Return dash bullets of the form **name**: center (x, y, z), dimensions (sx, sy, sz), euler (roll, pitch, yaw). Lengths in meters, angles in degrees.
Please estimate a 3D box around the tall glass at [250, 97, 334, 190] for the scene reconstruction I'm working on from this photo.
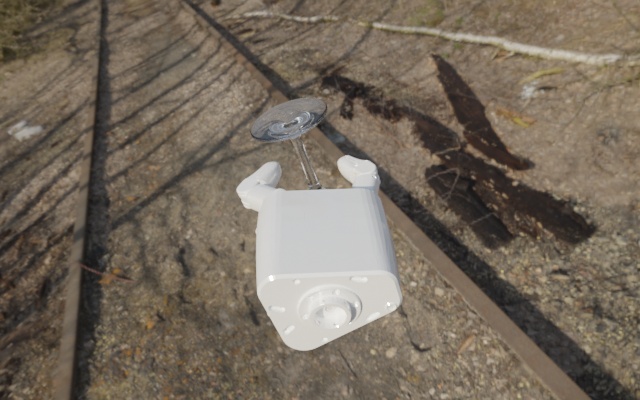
- **tall glass**: center (0.000, 0.001, 0.491), dimensions (0.079, 0.201, 0.079), euler (-14, 36, 10)
